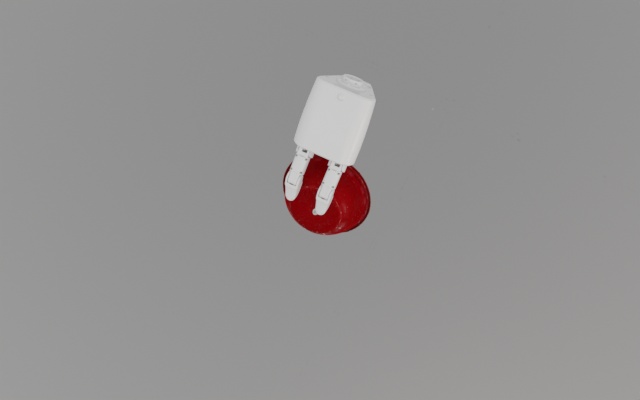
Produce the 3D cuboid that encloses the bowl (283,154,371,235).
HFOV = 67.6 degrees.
[{"bbox_3d":[0.000,0.004,0.806,0.162,0.162,0.055,0,32,24],"label":"bowl"}]
